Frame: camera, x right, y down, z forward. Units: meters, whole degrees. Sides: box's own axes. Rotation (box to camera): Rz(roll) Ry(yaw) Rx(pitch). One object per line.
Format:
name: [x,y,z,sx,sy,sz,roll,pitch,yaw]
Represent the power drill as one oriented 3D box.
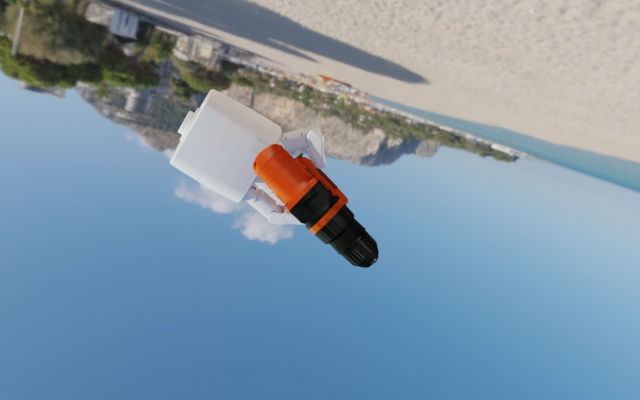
power drill: [0.000,0.002,0.623,0.057,0.184,0.187,-44,2,3]
